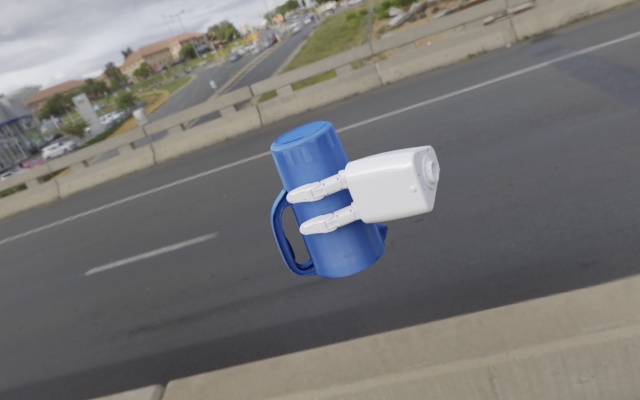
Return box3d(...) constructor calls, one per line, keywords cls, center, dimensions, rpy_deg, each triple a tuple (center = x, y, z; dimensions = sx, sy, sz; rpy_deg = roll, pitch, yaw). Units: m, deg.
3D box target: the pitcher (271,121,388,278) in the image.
box3d(cls="pitcher", center=(0.000, 0.003, 0.794), dimensions=(0.145, 0.243, 0.149), rpy_deg=(-9, 23, 33))
